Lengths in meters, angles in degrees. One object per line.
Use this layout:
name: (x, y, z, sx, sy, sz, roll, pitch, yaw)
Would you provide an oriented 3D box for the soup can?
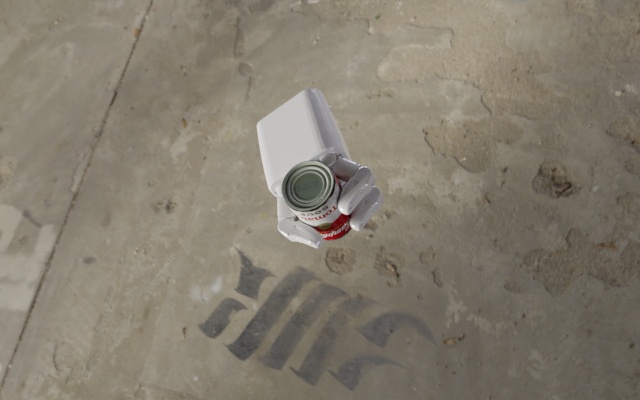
soup can: (0.000, 0.002, 0.593, 0.068, 0.068, 0.102, 0, -24, 19)
